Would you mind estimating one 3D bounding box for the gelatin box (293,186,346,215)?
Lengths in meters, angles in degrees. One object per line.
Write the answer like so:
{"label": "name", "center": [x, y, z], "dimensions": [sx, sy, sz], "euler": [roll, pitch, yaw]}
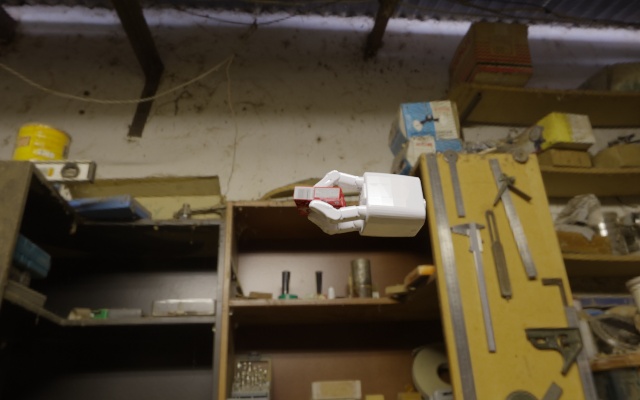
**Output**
{"label": "gelatin box", "center": [0.000, 0.002, 0.886], "dimensions": [0.089, 0.030, 0.073], "euler": [2, -24, 10]}
